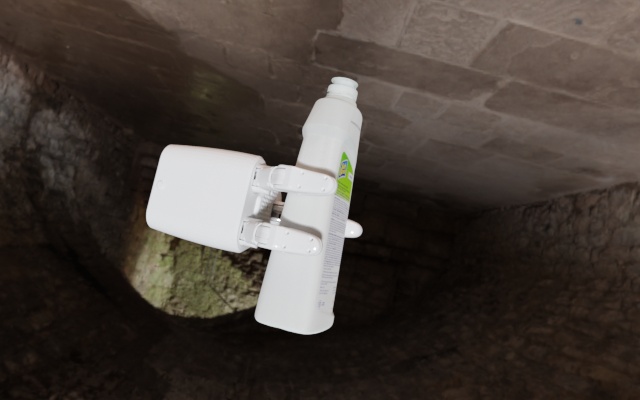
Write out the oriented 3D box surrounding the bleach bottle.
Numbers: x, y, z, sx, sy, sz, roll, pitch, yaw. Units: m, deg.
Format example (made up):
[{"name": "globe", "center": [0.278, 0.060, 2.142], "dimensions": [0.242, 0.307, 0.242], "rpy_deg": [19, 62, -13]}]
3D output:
[{"name": "bleach bottle", "center": [0.000, 0.002, 0.487], "dimensions": [0.068, 0.251, 0.102], "rpy_deg": [11, -6, 15]}]
